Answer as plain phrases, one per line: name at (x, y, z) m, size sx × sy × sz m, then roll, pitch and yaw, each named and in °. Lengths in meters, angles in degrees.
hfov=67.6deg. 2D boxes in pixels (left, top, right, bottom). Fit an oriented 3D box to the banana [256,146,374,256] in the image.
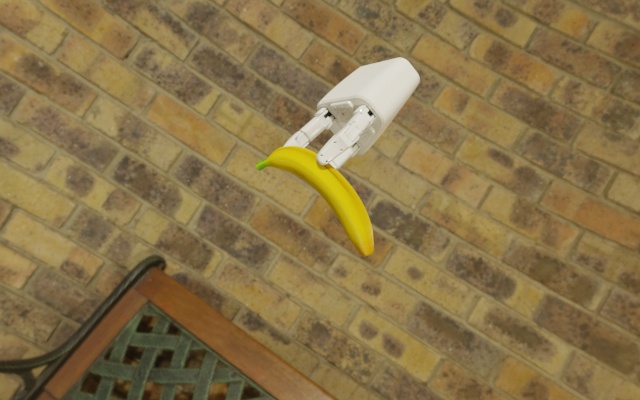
banana at (0.005, -0.013, 0.619) m, size 0.197 × 0.070 × 0.037 m, roll 40°, pitch 39°, yaw 13°
